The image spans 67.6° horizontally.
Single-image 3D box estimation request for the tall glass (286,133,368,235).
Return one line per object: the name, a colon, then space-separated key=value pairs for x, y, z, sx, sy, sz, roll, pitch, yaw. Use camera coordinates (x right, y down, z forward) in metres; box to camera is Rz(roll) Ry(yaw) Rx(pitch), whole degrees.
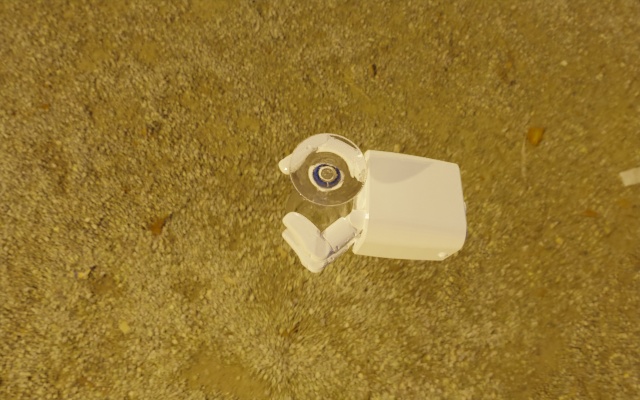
tall glass: x=0.000 y=0.001 z=0.540 sx=0.079 sy=0.079 sz=0.201 roll=0 pitch=-18 yaw=-5
